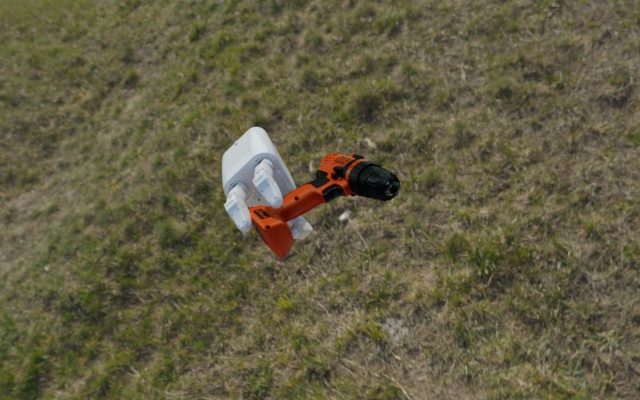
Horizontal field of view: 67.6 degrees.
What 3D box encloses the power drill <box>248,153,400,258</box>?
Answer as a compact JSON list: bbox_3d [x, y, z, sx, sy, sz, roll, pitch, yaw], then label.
[{"bbox_3d":[0.000,0.002,0.668,0.187,0.057,0.184,-32,22,-15],"label":"power drill"}]
